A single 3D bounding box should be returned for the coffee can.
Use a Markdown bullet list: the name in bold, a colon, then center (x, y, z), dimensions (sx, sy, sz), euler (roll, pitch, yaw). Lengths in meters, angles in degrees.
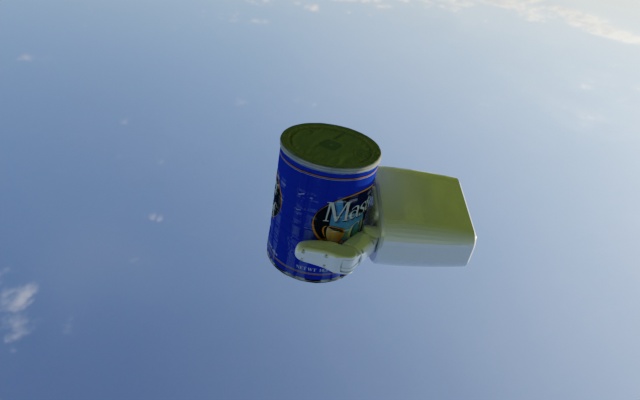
- **coffee can**: center (0.000, 0.002, 0.511), dimensions (0.103, 0.140, 0.102), euler (8, 31, -5)
